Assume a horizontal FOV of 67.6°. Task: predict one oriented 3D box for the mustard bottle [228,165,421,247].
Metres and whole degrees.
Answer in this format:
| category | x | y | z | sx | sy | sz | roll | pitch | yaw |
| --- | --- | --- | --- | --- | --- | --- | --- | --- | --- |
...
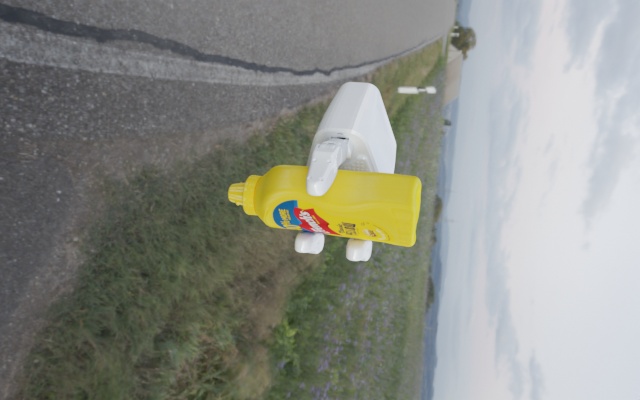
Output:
| category | x | y | z | sx | sy | sz | roll | pitch | yaw |
| --- | --- | --- | --- | --- | --- | --- | --- | --- | --- |
| mustard bottle | 0.000 | 0.002 | 0.473 | 0.191 | 0.058 | 0.096 | 7 | -22 | 13 |
